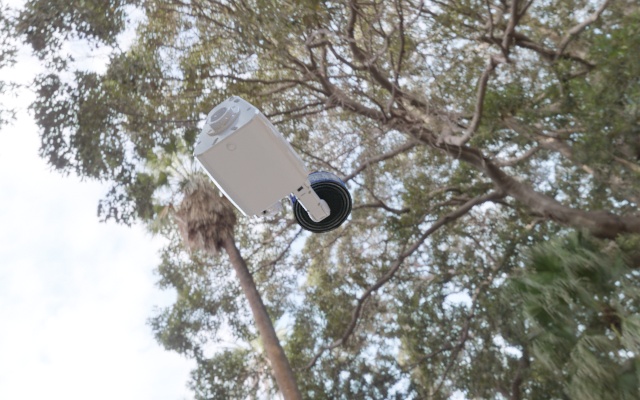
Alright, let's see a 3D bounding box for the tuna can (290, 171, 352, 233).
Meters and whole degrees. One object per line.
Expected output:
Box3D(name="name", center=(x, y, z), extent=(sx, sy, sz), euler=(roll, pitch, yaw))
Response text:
Box3D(name="tuna can", center=(0.000, 0.002, 0.681), extent=(0.086, 0.086, 0.033), euler=(0, 30, -15))
